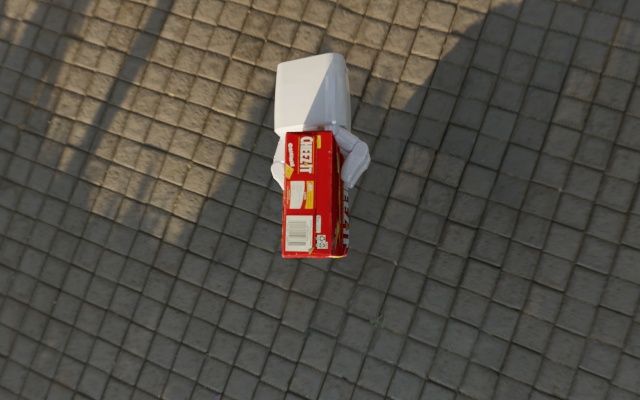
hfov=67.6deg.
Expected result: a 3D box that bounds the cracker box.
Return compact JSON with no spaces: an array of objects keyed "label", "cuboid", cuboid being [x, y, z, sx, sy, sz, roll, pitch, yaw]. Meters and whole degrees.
[{"label":"cracker box","cuboid":[0.000,0.002,0.704,0.072,0.164,0.214,0,-7,9]}]
